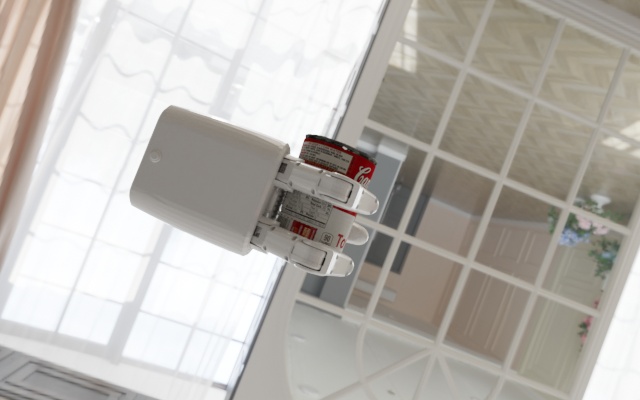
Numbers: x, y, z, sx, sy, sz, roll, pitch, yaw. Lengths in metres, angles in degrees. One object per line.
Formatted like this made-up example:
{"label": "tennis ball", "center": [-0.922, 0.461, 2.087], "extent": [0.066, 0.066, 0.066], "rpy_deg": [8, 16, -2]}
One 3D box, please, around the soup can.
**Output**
{"label": "soup can", "center": [0.000, 0.002, 0.418], "extent": [0.068, 0.102, 0.068], "rpy_deg": [22, -2, 1]}
